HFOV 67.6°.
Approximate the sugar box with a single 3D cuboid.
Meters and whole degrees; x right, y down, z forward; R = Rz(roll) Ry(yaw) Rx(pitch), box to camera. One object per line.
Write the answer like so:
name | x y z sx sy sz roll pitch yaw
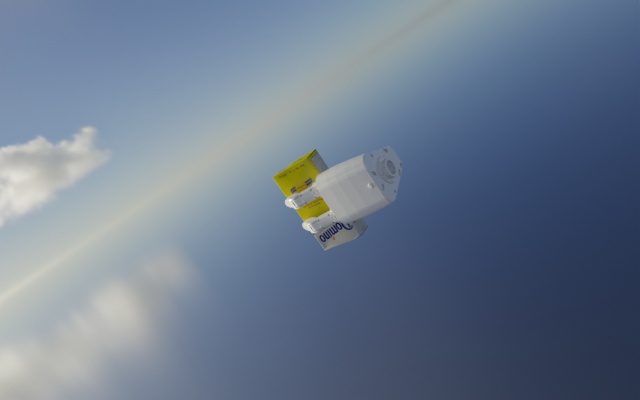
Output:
sugar box | 0.000 0.003 0.879 0.093 0.176 0.048 -26 14 36
